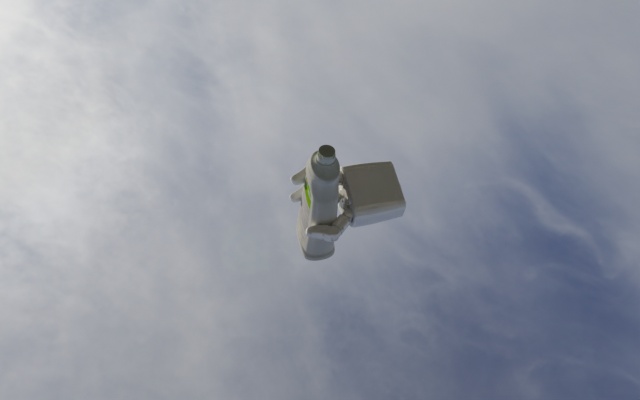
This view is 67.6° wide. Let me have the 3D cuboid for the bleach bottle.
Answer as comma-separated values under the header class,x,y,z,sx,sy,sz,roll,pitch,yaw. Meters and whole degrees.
class,x,y,z,sx,sy,sz,roll,pitch,yaw
bleach bottle,0.000,0.003,0.871,0.068,0.102,0.251,-9,-36,-14
